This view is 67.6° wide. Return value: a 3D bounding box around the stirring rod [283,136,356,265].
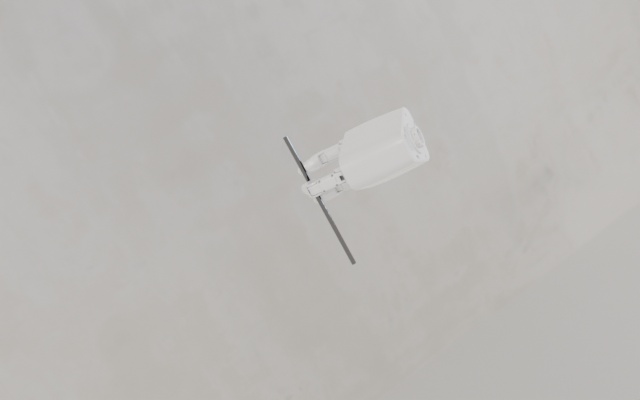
[{"bbox_3d":[0.000,0.002,0.781,0.011,0.239,0.011,-27,11,6],"label":"stirring rod"}]
